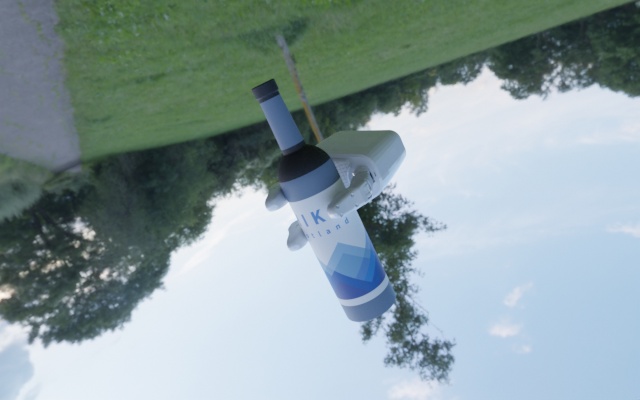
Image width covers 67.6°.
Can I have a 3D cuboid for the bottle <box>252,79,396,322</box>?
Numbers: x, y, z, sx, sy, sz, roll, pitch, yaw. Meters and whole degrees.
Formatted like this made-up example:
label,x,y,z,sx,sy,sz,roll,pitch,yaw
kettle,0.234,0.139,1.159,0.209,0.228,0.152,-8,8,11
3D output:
label,x,y,z,sx,sy,sz,roll,pitch,yaw
bottle,0.000,0.002,0.552,0.069,0.296,0.069,-24,15,7
